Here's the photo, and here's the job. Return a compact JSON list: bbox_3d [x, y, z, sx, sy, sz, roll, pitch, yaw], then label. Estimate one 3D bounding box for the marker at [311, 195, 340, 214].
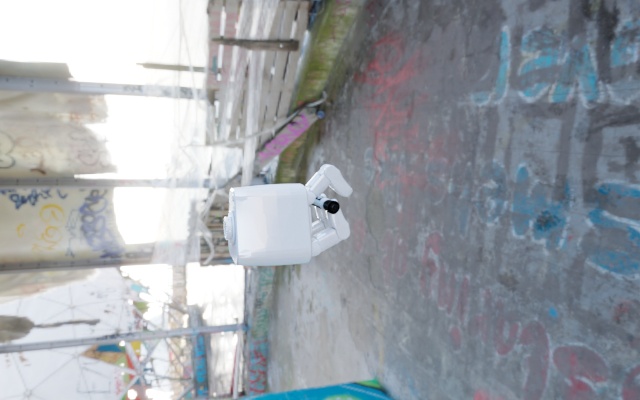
[{"bbox_3d":[0.000,0.002,0.693,0.020,0.020,0.121,0,8,-19],"label":"marker"}]
